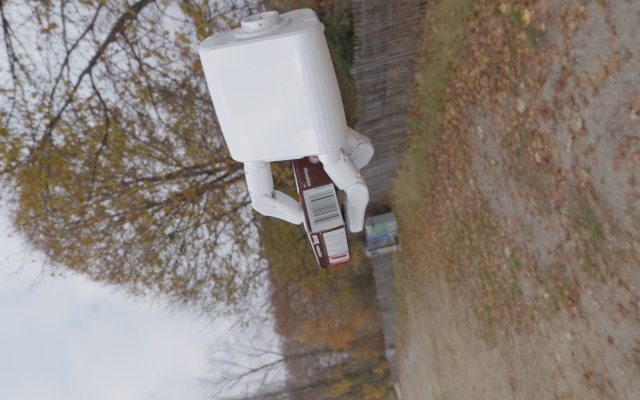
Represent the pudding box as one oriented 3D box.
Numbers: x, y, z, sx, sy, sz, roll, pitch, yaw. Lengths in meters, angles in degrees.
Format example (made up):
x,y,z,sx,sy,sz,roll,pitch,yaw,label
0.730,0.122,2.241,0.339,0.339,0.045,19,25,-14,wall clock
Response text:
x,y,z,sx,sy,sz,roll,pitch,yaw,label
0.000,0.002,0.499,0.039,0.113,0.090,-13,-30,2,pudding box
